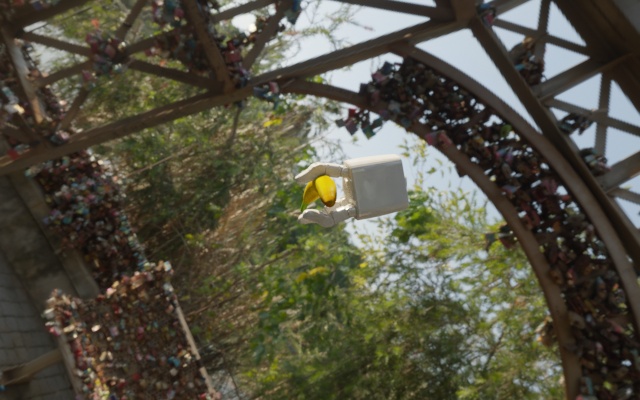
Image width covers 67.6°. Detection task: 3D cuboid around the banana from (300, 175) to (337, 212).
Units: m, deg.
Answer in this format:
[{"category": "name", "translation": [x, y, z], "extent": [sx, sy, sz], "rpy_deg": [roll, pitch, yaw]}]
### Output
[{"category": "banana", "translation": [0.001, -0.015, 0.900], "extent": [0.037, 0.069, 0.198], "rpy_deg": [7, -6, -14]}]
